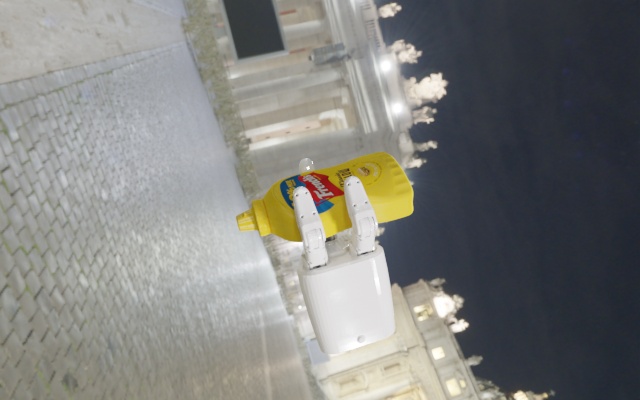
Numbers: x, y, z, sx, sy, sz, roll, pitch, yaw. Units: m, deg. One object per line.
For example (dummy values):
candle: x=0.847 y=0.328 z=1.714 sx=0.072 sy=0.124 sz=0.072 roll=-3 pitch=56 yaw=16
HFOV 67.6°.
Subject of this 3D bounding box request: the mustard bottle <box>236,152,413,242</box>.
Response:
mustard bottle: x=0.000 y=0.001 z=0.541 sx=0.191 sy=0.058 sz=0.096 roll=-15 pitch=40 yaw=-8
